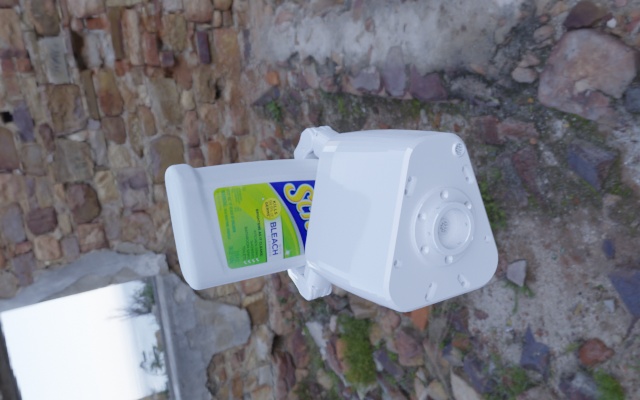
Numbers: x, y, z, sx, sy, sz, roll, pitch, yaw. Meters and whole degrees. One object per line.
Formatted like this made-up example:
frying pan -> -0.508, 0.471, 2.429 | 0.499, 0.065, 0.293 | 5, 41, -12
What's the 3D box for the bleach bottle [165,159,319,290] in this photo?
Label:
bleach bottle -> 0.000, 0.002, 0.427 | 0.251, 0.102, 0.068 | -11, 11, -25
